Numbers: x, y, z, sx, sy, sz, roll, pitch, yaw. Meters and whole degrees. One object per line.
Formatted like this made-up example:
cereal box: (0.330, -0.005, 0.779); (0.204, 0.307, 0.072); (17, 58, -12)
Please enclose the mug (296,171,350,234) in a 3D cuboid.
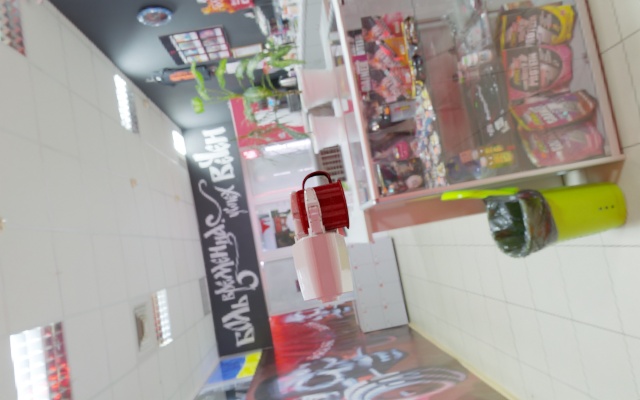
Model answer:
mug: (0.000, 0.001, 0.858); (0.081, 0.117, 0.093); (-11, -12, -4)
